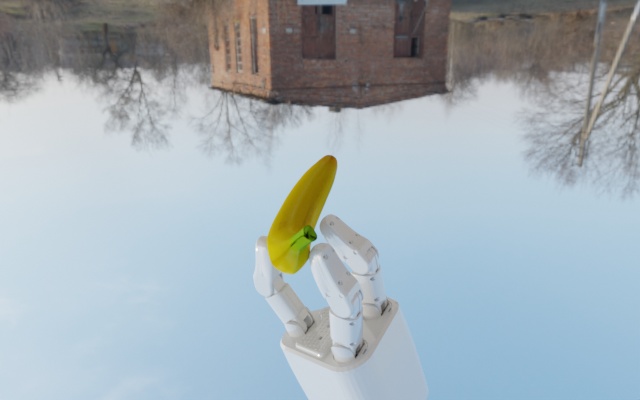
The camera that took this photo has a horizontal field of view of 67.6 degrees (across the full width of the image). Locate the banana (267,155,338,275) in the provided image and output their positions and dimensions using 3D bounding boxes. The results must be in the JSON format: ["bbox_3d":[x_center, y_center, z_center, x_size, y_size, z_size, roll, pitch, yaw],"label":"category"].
[{"bbox_3d":[-0.014,0.014,0.432,0.070,0.037,0.197,-40,14,19],"label":"banana"}]
